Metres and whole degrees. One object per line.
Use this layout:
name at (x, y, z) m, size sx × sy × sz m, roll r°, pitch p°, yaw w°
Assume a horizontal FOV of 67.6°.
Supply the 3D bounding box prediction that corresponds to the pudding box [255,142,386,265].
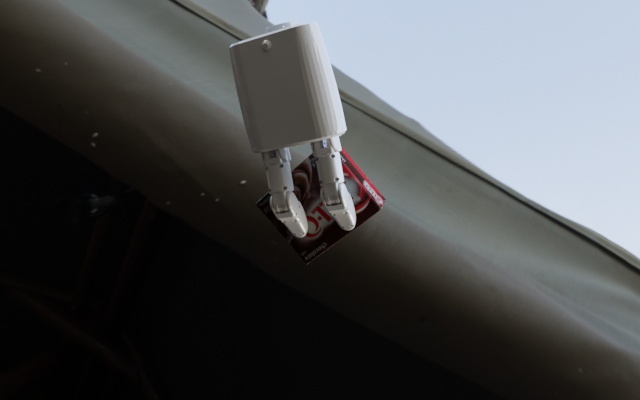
pudding box at (0.000, 0.002, 0.520) m, size 0.113 × 0.090 × 0.039 m, roll -39°, pitch 2°, yaw 26°
